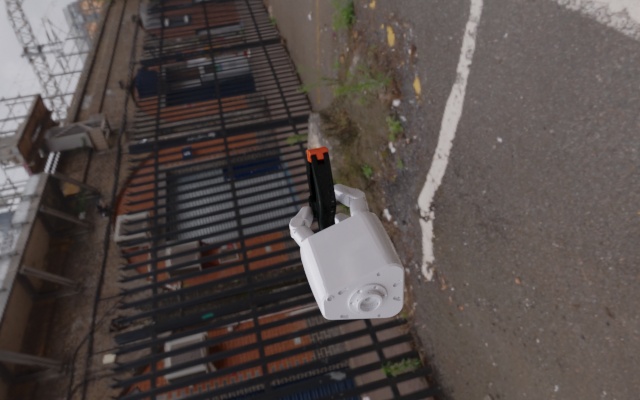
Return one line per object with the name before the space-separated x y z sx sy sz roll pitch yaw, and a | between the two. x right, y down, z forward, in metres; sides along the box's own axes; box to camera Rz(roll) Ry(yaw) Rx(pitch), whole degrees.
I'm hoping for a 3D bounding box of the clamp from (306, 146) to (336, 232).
clamp | -0.001 0.002 0.731 0.036 0.210 0.164 -13 36 -8
